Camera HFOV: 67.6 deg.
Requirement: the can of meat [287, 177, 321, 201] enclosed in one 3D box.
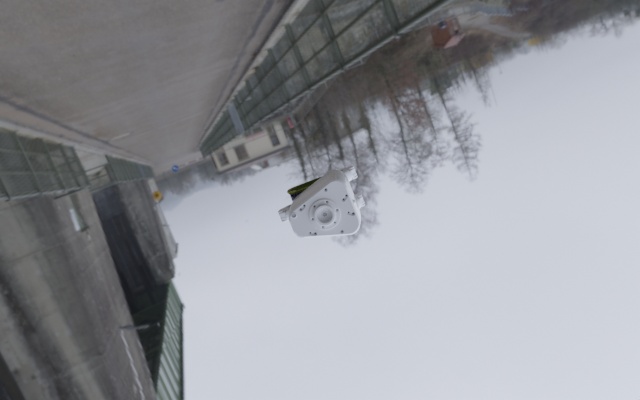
[{"bbox_3d":[0.000,0.003,0.892,0.102,0.084,0.057,-21,9,2],"label":"can of meat"}]
